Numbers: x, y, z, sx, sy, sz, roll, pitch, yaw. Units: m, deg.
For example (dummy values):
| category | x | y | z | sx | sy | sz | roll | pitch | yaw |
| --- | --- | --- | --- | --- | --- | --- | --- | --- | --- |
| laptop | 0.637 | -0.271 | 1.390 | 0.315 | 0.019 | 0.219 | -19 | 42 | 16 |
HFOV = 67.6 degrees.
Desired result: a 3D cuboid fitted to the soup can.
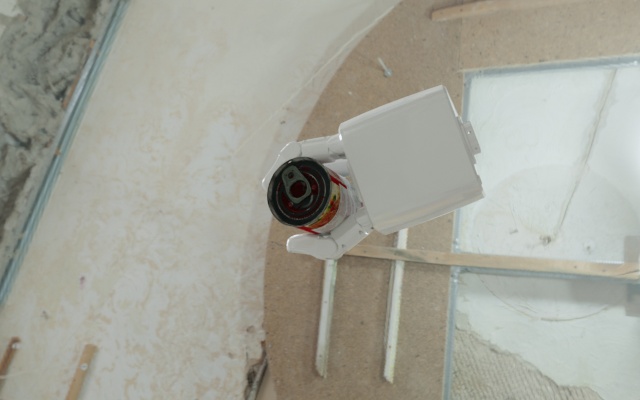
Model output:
| category | x | y | z | sx | sy | sz | roll | pitch | yaw |
| --- | --- | --- | --- | --- | --- | --- | --- | --- | --- |
| soup can | 0.000 | 0.002 | 0.491 | 0.068 | 0.068 | 0.102 | 0 | -12 | 25 |
